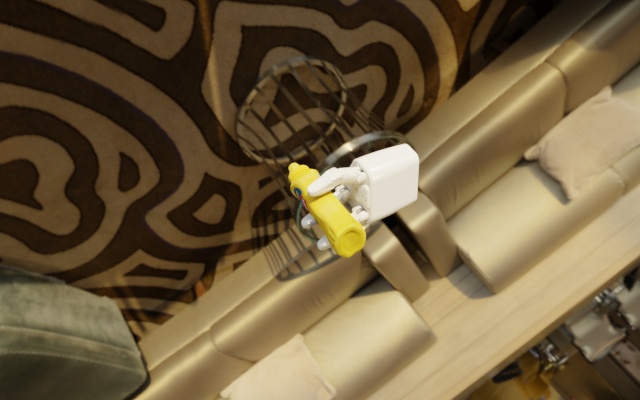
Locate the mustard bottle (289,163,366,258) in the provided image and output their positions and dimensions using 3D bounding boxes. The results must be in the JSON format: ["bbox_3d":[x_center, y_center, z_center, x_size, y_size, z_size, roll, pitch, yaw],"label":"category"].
[{"bbox_3d":[0.000,0.003,0.801,0.058,0.191,0.096,-35,-32,-3],"label":"mustard bottle"}]
